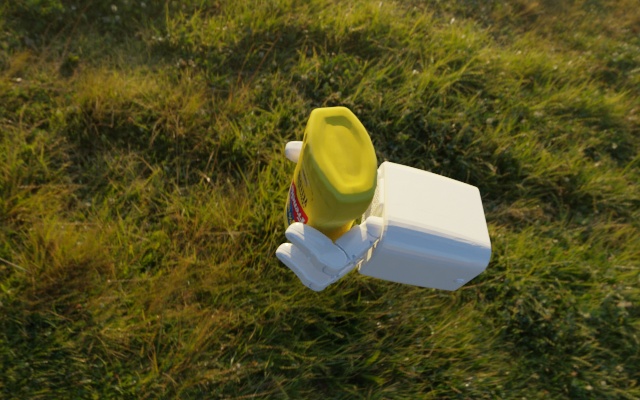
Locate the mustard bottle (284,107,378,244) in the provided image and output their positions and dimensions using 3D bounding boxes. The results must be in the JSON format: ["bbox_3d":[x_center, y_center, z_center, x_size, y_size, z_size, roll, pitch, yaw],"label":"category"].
[{"bbox_3d":[0.000,0.001,0.473,0.058,0.096,0.192,-8,-25,-17],"label":"mustard bottle"}]
